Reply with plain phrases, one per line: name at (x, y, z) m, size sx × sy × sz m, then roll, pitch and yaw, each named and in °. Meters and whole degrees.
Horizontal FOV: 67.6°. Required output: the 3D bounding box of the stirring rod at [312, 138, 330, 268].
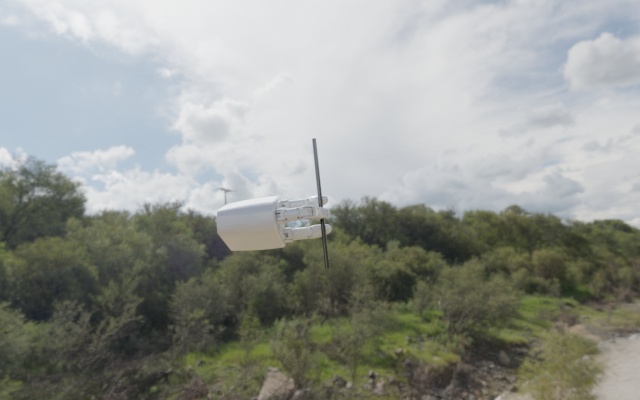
stirring rod at (0.000, 0.003, 0.871) m, size 0.011 × 0.239 × 0.011 m, roll -6°, pitch -9°, yaw -1°
